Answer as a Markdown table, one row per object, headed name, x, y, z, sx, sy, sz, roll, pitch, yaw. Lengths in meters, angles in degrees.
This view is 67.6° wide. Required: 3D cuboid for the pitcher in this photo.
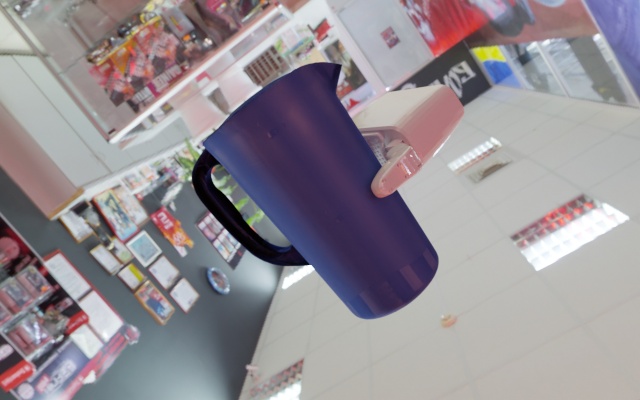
| name | x | y | z | sx | sy | sz | roll | pitch | yaw |
| --- | --- | --- | --- | --- | --- | --- | --- | --- | --- |
| pitcher | 0.000 | 0.001 | 0.475 | 0.145 | 0.243 | 0.149 | -44 | 13 | -33 |
